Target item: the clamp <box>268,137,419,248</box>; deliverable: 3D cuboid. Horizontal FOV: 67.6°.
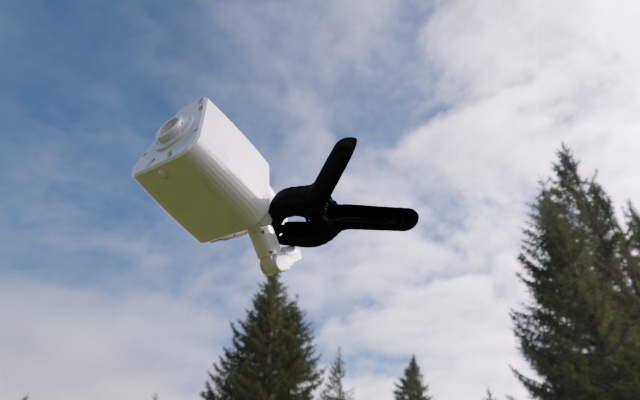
[{"bbox_3d":[0.000,0.001,0.487,0.171,0.120,0.039,-17,31,27],"label":"clamp"}]
